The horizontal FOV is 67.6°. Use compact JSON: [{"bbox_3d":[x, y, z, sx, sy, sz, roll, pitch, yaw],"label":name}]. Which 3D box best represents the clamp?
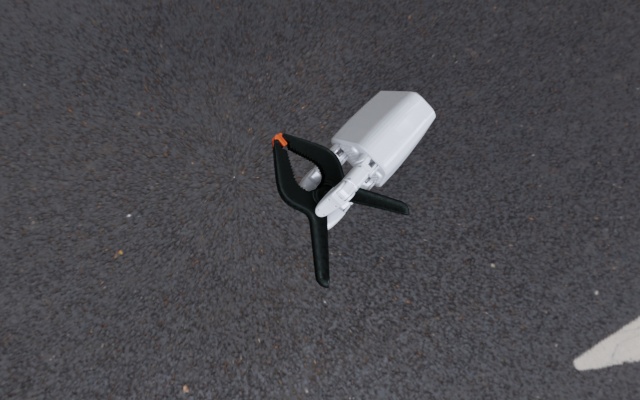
[{"bbox_3d":[0.000,0.002,0.643,0.210,0.164,0.036,44,-11,-9],"label":"clamp"}]
